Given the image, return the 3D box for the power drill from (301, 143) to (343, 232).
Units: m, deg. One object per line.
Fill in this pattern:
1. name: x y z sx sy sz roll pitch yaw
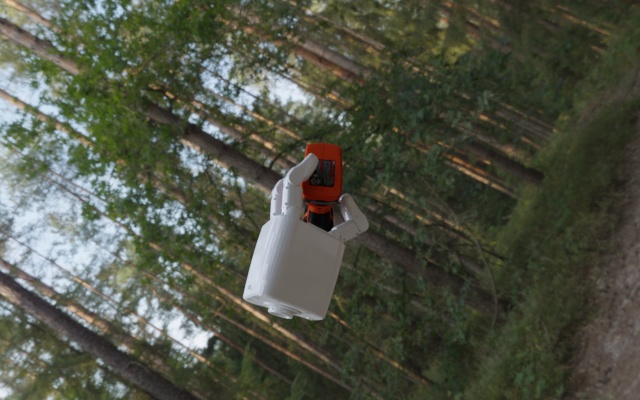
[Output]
1. power drill: 0.000 0.002 0.745 0.057 0.184 0.188 2 -40 -1
